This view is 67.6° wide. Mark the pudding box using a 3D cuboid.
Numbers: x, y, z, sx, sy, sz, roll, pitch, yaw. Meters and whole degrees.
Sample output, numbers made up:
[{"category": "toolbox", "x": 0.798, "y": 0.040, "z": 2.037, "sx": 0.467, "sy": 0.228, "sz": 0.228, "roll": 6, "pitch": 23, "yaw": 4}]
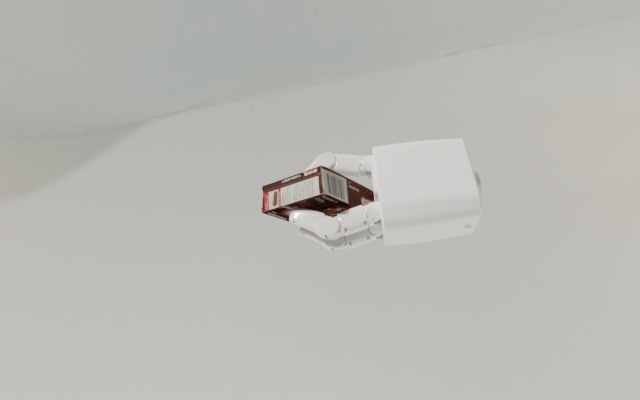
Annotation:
[{"category": "pudding box", "x": 0.000, "y": 0.002, "z": 0.567, "sx": 0.090, "sy": 0.039, "sz": 0.113, "roll": -18, "pitch": -26, "yaw": 33}]
